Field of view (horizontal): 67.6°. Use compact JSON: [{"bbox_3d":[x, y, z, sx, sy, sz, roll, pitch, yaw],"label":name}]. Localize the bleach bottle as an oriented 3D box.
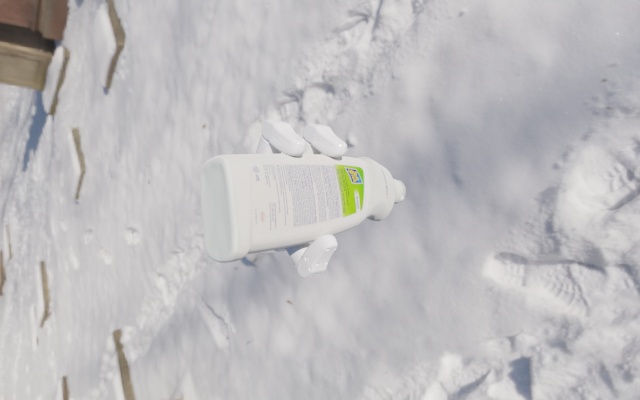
[{"bbox_3d":[0.000,0.002,0.516,0.251,0.102,0.068,-3,-4,-39],"label":"bleach bottle"}]
